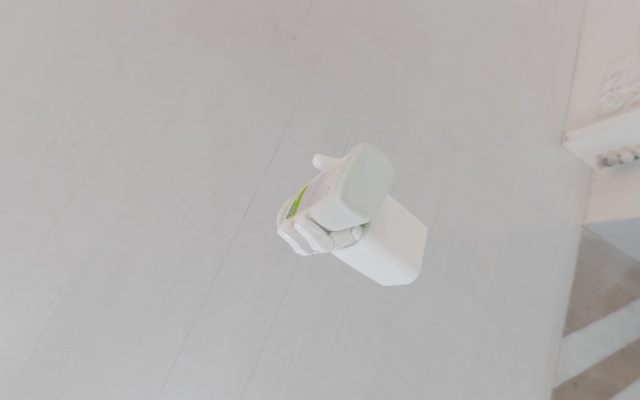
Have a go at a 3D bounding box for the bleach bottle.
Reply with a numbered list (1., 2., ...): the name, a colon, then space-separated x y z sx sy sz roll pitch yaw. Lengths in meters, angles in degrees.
1. bleach bottle: 0.000 0.002 0.689 0.068 0.102 0.251 35 -25 -16
